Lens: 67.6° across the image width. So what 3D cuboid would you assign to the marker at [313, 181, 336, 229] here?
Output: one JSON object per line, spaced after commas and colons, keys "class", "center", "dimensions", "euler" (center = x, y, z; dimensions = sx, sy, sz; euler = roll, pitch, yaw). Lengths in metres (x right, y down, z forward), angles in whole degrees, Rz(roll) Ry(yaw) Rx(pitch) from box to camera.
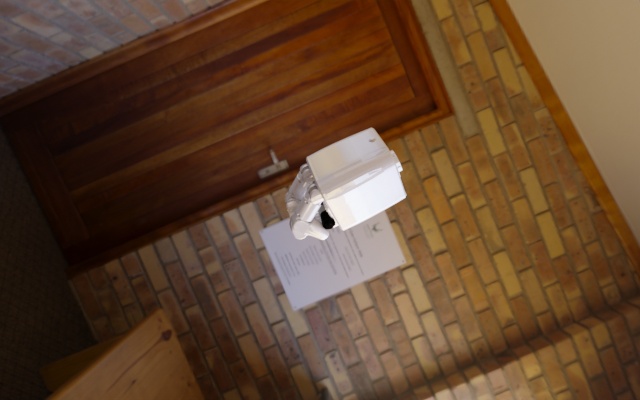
{"class": "marker", "center": [0.000, 0.002, 0.702], "dimensions": [0.020, 0.020, 0.121], "euler": [0, 34, -15]}
